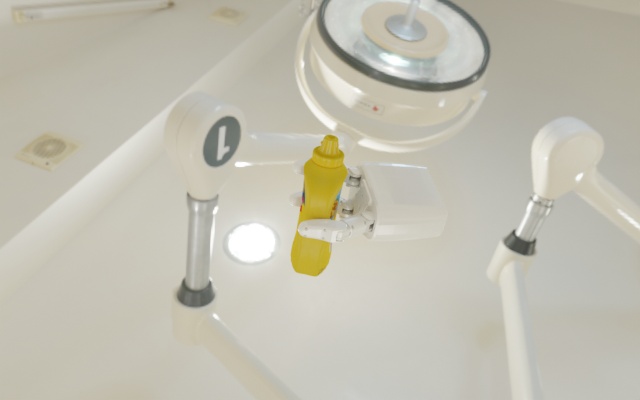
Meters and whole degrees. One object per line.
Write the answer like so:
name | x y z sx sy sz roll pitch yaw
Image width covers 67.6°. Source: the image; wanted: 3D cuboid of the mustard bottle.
mustard bottle | 0.000 0.002 0.643 0.058 0.192 0.096 13 31 3
